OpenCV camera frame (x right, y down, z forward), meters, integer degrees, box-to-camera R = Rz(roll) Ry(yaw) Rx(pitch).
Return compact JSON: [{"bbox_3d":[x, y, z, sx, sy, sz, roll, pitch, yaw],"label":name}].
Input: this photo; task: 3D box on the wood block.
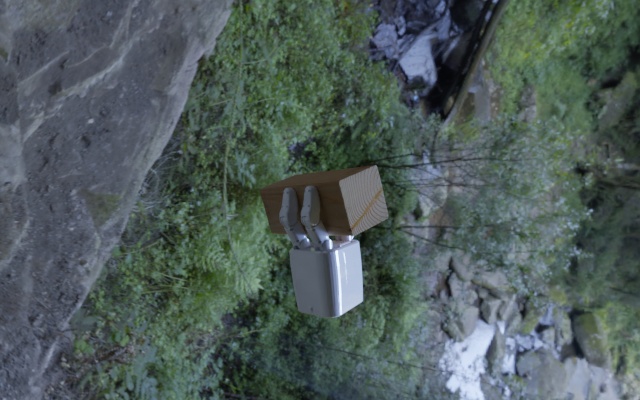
[{"bbox_3d":[0.001,0.003,0.803,0.091,0.090,0.206,-23,13,-40],"label":"wood block"}]
